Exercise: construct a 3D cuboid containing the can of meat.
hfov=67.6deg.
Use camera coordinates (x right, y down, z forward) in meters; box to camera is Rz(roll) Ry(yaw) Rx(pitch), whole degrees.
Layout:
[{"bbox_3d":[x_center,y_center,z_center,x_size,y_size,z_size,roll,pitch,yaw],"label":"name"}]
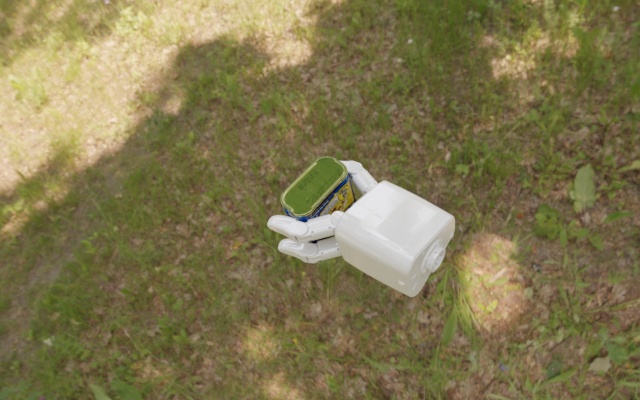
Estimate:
[{"bbox_3d":[0.000,0.002,0.645,0.057,0.102,0.084,33,-21,31],"label":"can of meat"}]
